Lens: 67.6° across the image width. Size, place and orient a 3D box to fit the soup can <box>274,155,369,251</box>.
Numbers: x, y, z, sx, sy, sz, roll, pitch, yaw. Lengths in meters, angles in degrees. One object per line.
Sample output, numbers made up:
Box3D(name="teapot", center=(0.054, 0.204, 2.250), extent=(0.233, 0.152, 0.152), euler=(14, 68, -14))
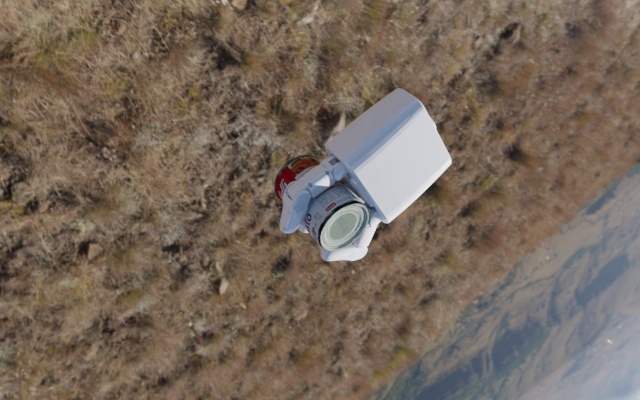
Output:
Box3D(name="soup can", center=(0.000, 0.002, 0.549), extent=(0.068, 0.068, 0.102), euler=(0, 34, -40))
